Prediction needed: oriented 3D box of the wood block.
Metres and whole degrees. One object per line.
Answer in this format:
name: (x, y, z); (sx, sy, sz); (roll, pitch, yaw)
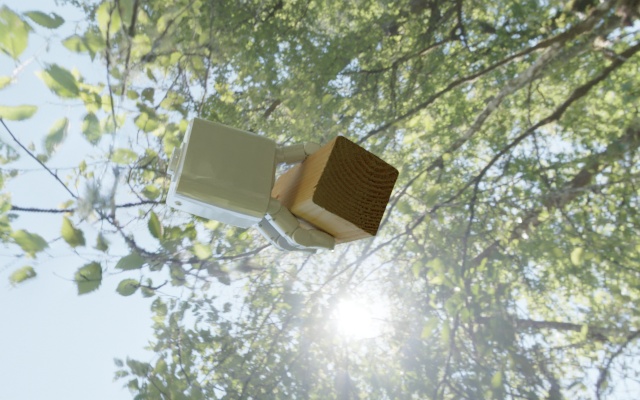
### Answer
wood block: (0.000, 0.002, 0.626); (0.090, 0.090, 0.206); (29, -21, -17)
